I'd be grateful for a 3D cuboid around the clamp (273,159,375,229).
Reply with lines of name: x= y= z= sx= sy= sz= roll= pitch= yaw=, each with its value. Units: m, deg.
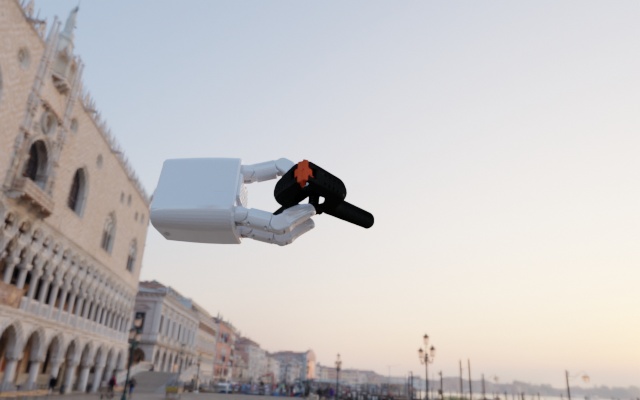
clamp: x=0.000 y=0.001 z=0.649 sx=0.164 sy=0.036 sz=0.210 roll=0 pitch=-21 yaw=-1
